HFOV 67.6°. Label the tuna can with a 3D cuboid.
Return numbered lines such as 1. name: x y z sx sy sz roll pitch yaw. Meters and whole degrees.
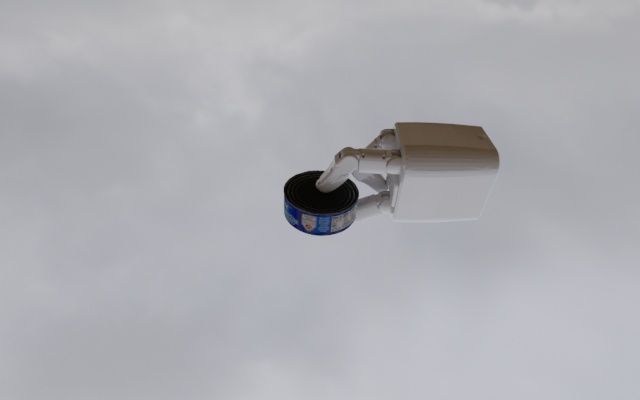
1. tuna can: 0.000 0.002 0.549 0.086 0.034 0.086 3 36 -2
